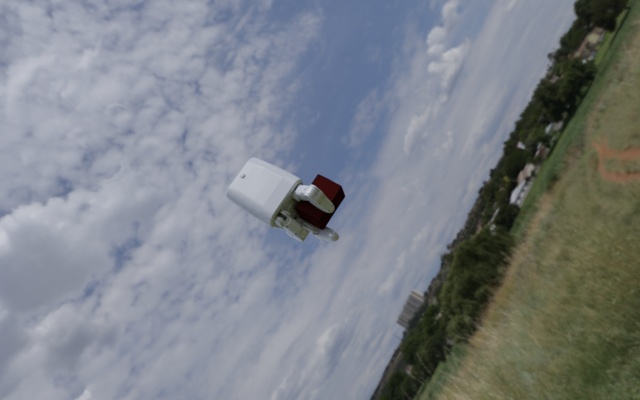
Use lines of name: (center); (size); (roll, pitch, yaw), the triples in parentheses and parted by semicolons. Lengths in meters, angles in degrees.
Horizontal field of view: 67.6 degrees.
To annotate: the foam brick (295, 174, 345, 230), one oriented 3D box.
foam brick: (0.000, 0.003, 0.848); (0.051, 0.078, 0.053); (29, -15, 20)
